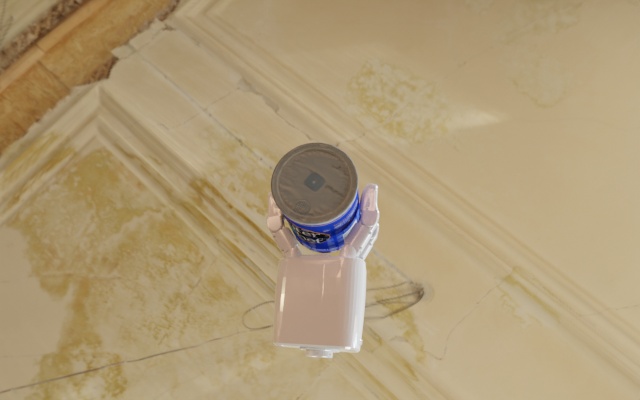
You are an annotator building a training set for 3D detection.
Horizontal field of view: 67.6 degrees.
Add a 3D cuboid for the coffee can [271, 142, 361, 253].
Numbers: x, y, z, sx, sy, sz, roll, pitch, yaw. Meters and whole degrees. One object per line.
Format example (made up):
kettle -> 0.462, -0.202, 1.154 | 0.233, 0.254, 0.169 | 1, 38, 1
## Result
coffee can -> 0.000, 0.002, 0.618 | 0.103, 0.102, 0.140 | 0, -20, 7
